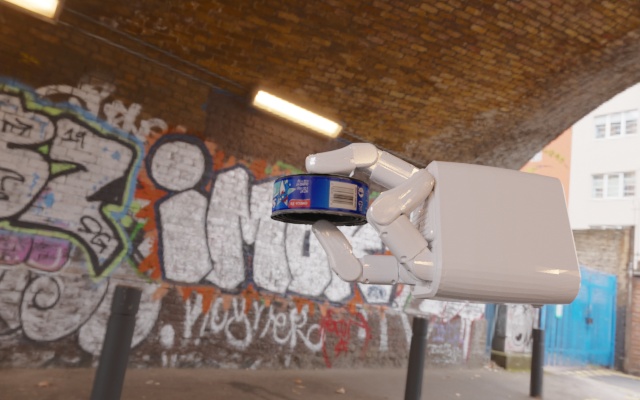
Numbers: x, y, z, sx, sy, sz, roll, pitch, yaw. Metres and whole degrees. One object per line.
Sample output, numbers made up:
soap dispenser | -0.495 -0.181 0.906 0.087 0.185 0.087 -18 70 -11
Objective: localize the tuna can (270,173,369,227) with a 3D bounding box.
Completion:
tuna can | 0.000 0.001 0.418 0.086 0.033 0.086 3 -10 0
